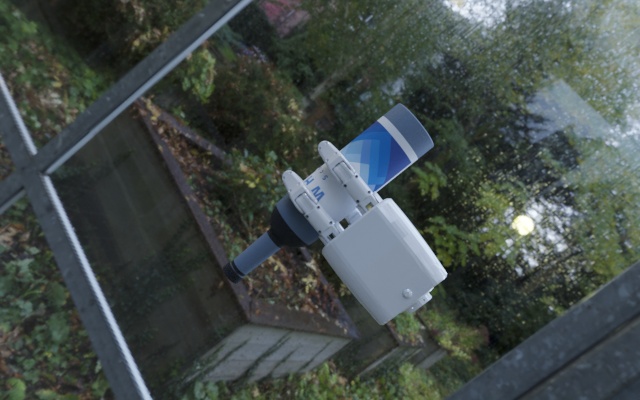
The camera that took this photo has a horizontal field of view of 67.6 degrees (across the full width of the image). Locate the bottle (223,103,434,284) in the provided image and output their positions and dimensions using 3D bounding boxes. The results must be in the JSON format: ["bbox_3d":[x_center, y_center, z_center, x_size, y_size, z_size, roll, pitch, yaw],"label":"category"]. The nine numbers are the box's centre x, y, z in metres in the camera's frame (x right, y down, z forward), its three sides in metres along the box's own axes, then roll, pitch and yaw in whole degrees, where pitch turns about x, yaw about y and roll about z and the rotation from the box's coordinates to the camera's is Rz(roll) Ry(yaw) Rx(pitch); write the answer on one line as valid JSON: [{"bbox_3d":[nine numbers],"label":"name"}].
[{"bbox_3d":[0.000,0.002,0.584,0.296,0.069,0.069,-39,-5,6],"label":"bottle"}]
